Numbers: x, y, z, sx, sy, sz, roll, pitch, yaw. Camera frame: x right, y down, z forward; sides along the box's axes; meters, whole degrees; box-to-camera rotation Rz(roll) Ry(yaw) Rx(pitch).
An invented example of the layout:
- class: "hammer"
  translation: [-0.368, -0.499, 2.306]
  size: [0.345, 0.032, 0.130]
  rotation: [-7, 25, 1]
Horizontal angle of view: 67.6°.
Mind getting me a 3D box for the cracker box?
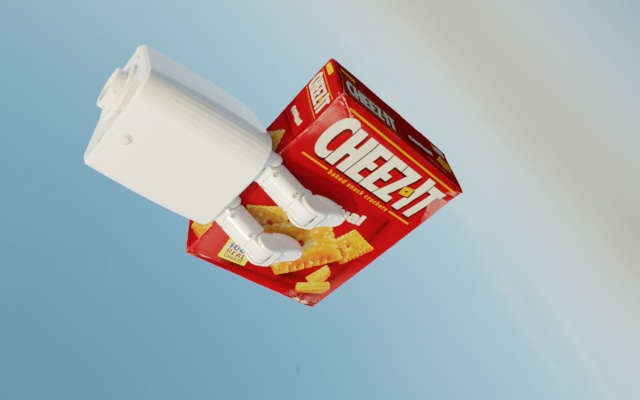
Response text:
- class: "cracker box"
  translation: [0.000, 0.001, 0.462]
  size: [0.164, 0.072, 0.214]
  rotation: [32, -60, -32]
